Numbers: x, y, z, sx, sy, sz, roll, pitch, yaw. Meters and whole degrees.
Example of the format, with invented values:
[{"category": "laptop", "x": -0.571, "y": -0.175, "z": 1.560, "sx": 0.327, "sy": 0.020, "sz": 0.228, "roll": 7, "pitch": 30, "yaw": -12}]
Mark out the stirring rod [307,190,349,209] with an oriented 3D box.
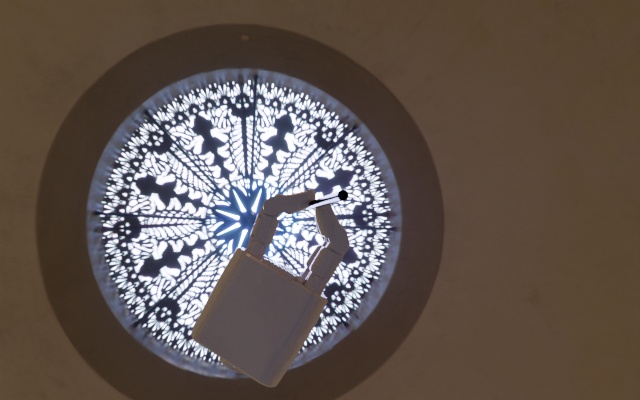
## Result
[{"category": "stirring rod", "x": 0.000, "y": 0.002, "z": 0.459, "sx": 0.011, "sy": 0.011, "sz": 0.239, "roll": 0, "pitch": -2, "yaw": -8}]
